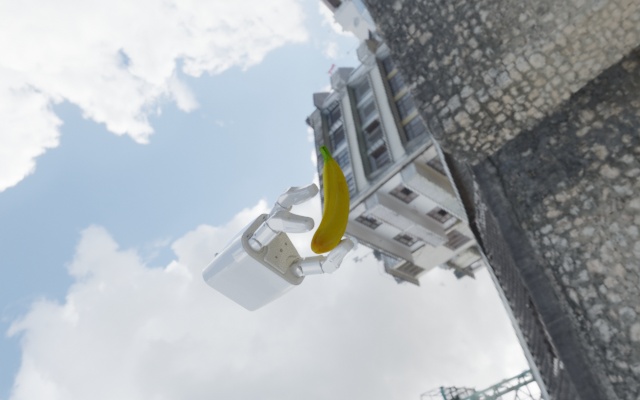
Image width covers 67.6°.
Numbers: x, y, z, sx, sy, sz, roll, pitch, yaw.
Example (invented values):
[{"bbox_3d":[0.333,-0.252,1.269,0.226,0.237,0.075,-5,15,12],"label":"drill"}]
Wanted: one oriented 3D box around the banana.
[{"bbox_3d":[0.013,0.009,0.676,0.037,0.197,0.070,-33,-54,31],"label":"banana"}]
